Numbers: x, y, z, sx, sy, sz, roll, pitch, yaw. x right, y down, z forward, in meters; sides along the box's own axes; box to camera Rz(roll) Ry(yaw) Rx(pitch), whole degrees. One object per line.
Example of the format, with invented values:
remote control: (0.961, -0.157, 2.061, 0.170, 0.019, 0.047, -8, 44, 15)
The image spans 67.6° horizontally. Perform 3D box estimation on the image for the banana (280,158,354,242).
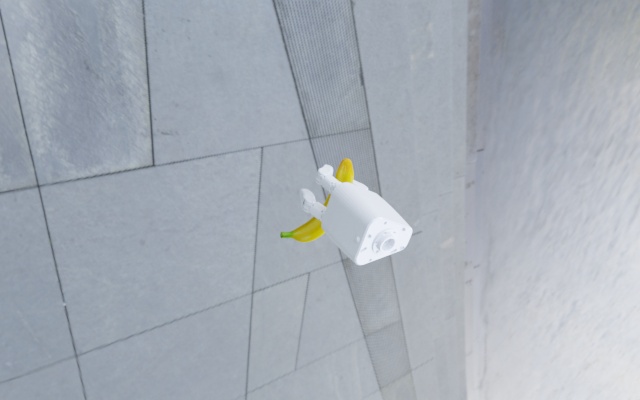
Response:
banana: (0.011, 0.013, 0.895, 0.070, 0.198, 0.037, 30, 15, -39)
